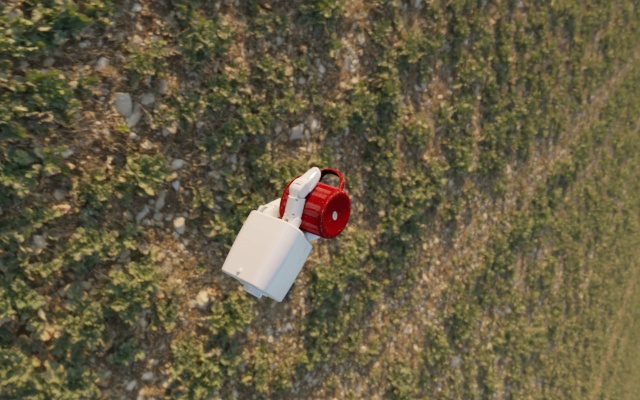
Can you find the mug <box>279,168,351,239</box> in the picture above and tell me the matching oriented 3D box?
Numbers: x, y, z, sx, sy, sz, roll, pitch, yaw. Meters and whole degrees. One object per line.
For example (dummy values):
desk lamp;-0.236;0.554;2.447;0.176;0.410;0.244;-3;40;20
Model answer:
mug;0.001;0.001;0.766;0.081;0.117;0.093;18;-16;36
